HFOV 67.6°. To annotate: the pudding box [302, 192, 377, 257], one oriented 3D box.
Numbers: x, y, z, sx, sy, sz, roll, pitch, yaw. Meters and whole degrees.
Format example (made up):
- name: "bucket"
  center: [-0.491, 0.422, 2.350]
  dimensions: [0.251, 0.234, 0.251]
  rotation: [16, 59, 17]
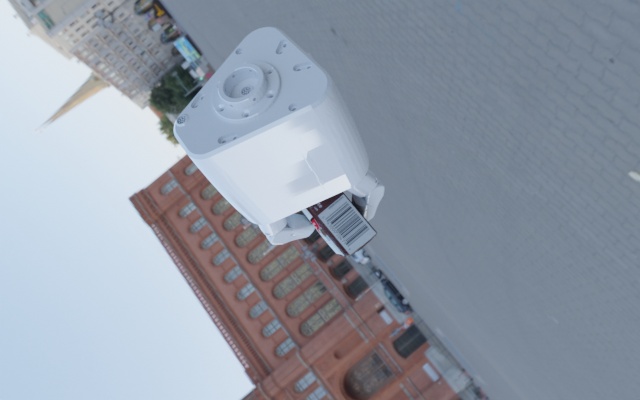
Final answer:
- name: "pudding box"
  center: [0.000, 0.002, 0.462]
  dimensions: [0.039, 0.113, 0.090]
  rotation: [-38, -2, -5]
